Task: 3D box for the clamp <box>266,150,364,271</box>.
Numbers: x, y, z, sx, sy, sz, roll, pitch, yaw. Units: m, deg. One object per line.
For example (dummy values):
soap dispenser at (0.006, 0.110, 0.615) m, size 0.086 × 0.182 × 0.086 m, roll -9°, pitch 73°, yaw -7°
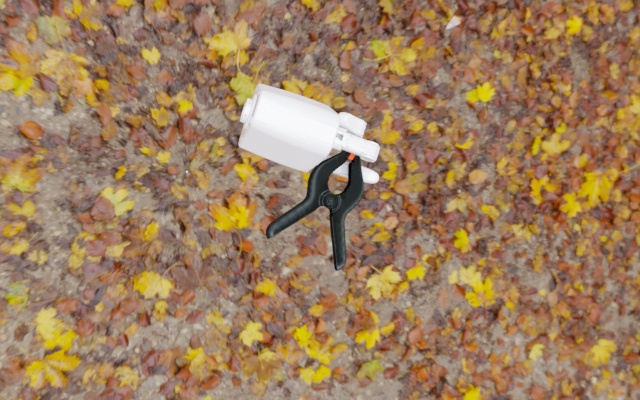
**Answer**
clamp at (0.000, 0.002, 0.661) m, size 0.120 × 0.171 × 0.039 m, roll 17°, pitch -1°, yaw -16°
